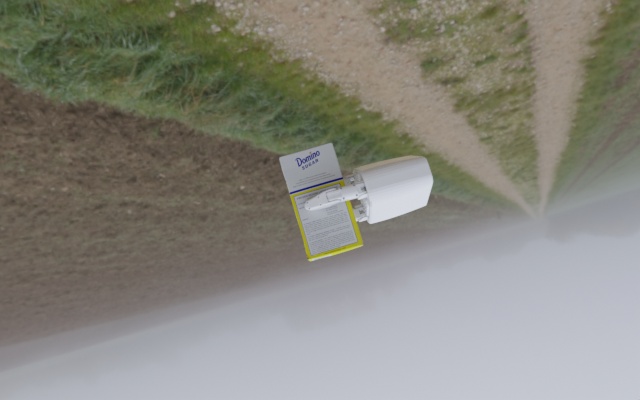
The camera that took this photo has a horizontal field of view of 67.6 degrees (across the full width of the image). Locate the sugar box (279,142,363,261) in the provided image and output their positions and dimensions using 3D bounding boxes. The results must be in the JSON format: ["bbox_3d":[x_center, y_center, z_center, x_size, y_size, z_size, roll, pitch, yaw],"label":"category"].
[{"bbox_3d":[0.000,0.003,0.784,0.093,0.176,0.048,-16,-10,-3],"label":"sugar box"}]
